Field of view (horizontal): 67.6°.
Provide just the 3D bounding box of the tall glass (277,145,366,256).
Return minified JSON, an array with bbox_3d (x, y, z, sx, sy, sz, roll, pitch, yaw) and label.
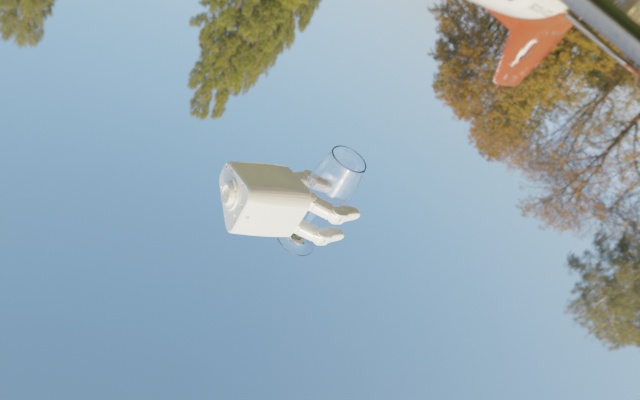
[{"bbox_3d":[0.000,0.003,0.800,0.079,0.079,0.201,0,-43,-39],"label":"tall glass"}]
